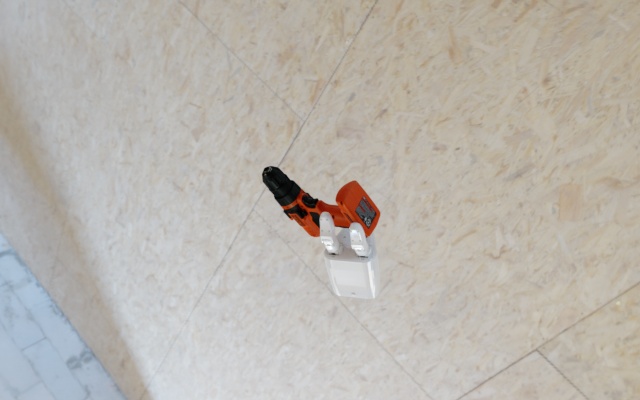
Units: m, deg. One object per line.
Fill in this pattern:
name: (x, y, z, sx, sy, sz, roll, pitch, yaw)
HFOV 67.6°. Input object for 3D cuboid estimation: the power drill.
power drill: (0.001, 0.003, 0.857, 0.187, 0.057, 0.184, 3, -36, 46)
